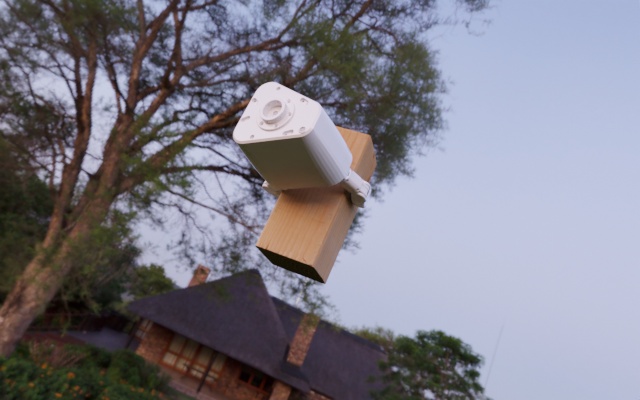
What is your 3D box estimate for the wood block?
[{"bbox_3d":[0.000,0.002,0.692,0.091,0.206,0.090,18,-20,20],"label":"wood block"}]
